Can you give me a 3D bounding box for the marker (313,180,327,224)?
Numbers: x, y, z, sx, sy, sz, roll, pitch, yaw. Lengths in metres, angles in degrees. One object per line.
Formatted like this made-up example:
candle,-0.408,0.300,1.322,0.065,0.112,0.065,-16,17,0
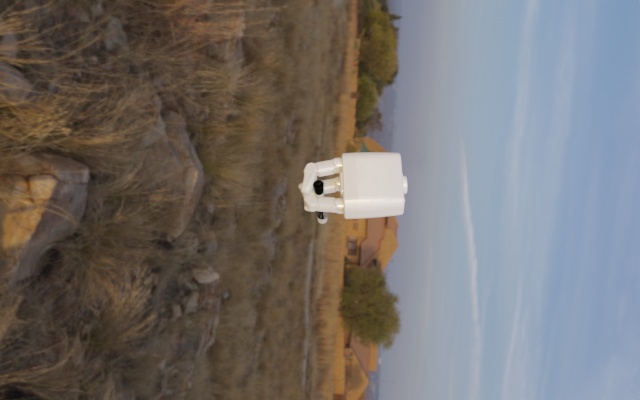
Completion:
marker,0.000,0.003,0.873,0.020,0.020,0.121,0,-35,5
